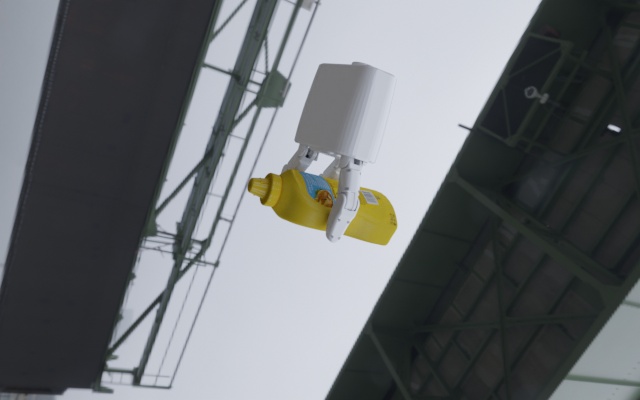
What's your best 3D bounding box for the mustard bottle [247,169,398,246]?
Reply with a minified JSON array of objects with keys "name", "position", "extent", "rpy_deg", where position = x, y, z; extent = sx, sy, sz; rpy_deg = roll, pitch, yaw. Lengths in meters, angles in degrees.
[{"name":"mustard bottle","position":[0.000,0.002,0.607],"extent":[0.191,0.058,0.096],"rpy_deg":[15,29,-26]}]
